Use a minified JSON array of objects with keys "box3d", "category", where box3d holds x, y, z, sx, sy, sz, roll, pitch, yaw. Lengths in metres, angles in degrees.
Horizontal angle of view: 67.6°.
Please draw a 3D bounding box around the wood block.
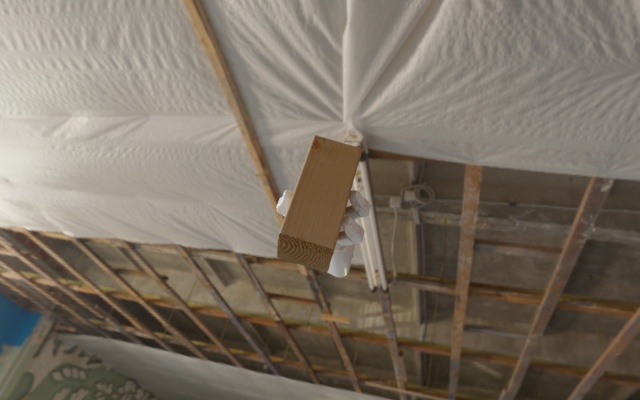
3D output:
[{"box3d":[0.000,0.003,0.813,0.091,0.206,0.090,16,-33,2],"category":"wood block"}]
